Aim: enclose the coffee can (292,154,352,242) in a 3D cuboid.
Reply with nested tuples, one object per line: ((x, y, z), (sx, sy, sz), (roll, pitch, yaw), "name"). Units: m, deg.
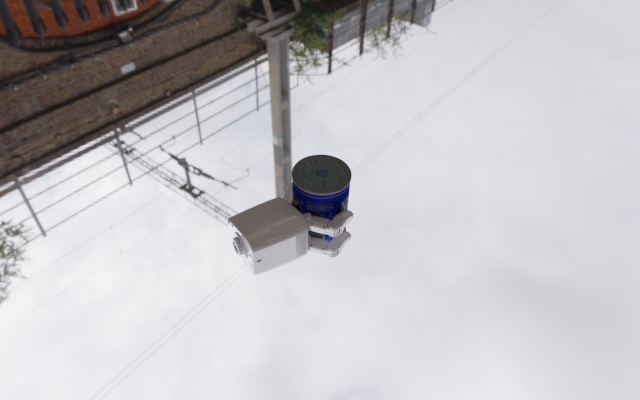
((0.000, 0.003, 0.861), (0.103, 0.140, 0.102), (1, 43, -1), "coffee can")
